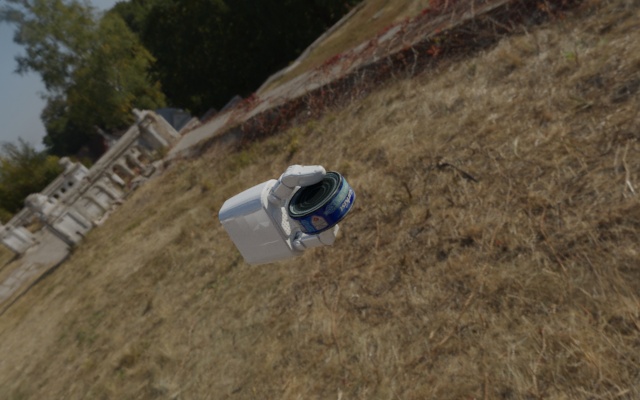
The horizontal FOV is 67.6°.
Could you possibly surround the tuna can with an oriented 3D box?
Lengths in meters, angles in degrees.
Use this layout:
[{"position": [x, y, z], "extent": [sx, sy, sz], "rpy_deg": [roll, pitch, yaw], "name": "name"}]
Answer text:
[{"position": [0.000, 0.002, 0.613], "extent": [0.086, 0.034, 0.086], "rpy_deg": [-29, 28, 17], "name": "tuna can"}]
